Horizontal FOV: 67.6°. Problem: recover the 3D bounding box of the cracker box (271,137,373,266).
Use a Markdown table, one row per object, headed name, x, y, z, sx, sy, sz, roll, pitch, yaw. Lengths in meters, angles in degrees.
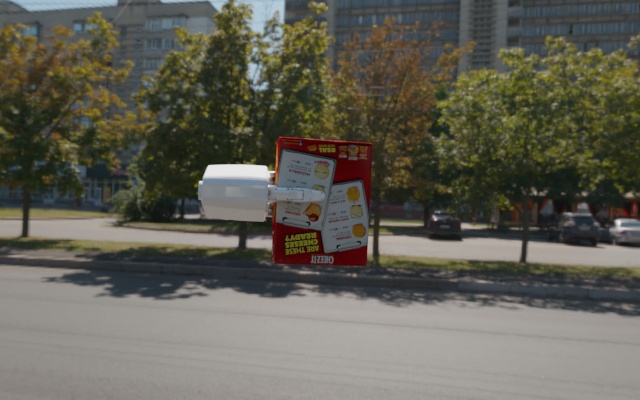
| name | x | y | z | sx | sy | sz | roll | pitch | yaw |
| --- | --- | --- | --- | --- | --- | --- | --- | --- | --- |
| cracker box | 0.000 | 0.003 | 0.837 | 0.164 | 0.213 | 0.072 | 3 | 0 | -8 |
